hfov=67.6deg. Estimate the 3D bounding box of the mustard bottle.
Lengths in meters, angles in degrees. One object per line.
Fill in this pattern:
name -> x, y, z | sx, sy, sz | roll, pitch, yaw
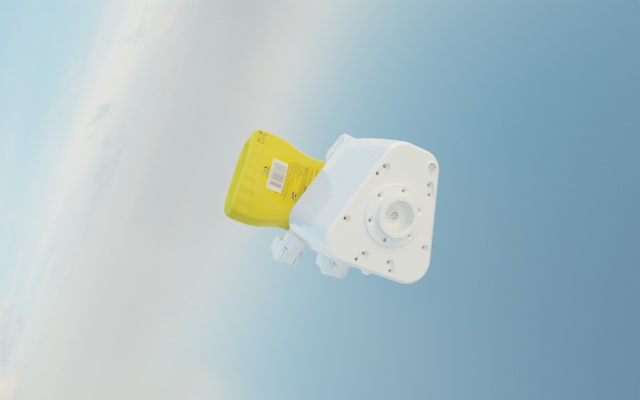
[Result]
mustard bottle -> 0.000, 0.002, 0.518 | 0.191, 0.096, 0.058 | 21, -23, -18
